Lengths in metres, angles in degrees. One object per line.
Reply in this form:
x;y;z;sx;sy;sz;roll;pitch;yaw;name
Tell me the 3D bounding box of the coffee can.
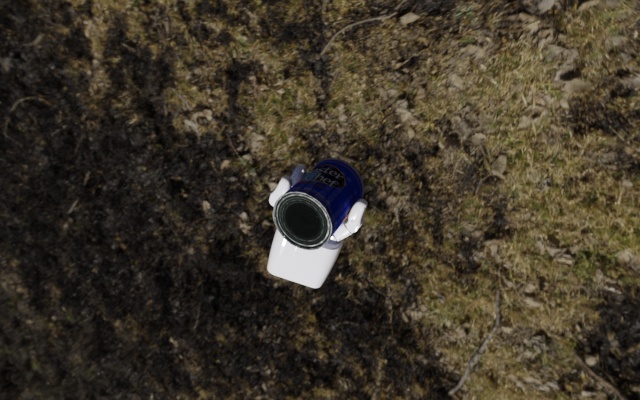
0.000;0.002;0.788;0.103;0.103;0.140;0;25;28;coffee can
